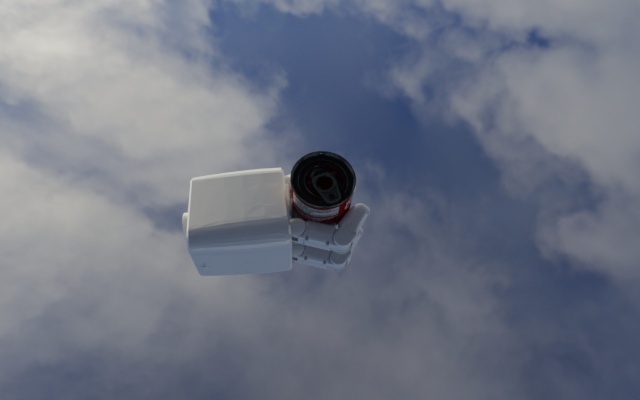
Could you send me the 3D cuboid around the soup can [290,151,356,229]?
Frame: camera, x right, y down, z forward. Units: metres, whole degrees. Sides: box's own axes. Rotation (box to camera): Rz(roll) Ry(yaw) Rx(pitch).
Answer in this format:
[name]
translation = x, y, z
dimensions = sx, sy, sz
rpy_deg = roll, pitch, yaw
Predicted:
[soup can]
translation = 0.001, 0.002, 0.532
dimensions = 0.068, 0.068, 0.102
rpy_deg = 0, -29, -3
